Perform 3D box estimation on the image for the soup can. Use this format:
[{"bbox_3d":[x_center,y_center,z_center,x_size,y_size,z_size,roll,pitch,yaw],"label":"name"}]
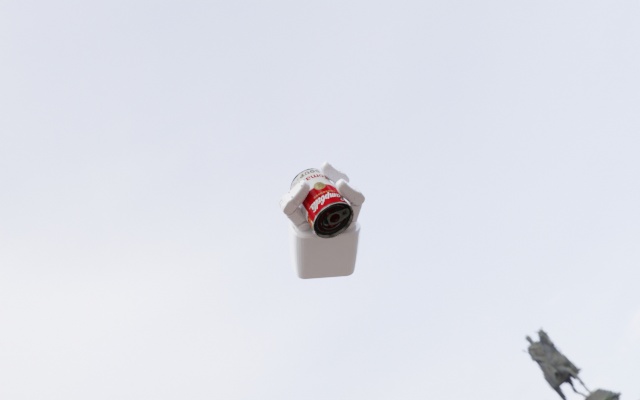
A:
[{"bbox_3d":[0.000,0.002,0.760,0.068,0.068,0.102,0,35,-29],"label":"soup can"}]
